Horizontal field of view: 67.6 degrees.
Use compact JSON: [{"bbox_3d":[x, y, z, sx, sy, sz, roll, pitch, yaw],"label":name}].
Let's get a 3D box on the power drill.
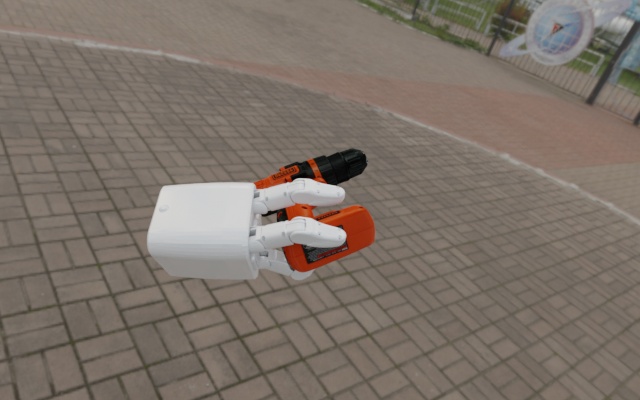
[{"bbox_3d":[0.000,0.002,0.607,0.184,0.057,0.187,-23,29,-7],"label":"power drill"}]
